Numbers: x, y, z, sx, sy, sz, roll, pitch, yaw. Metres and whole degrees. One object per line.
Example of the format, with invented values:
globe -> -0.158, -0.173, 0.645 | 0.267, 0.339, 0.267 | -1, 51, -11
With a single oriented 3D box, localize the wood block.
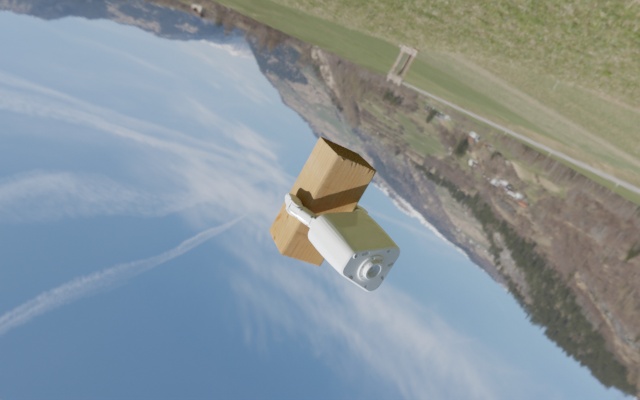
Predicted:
wood block -> 0.000, 0.003, 0.868 | 0.091, 0.206, 0.090 | 21, 18, -29
